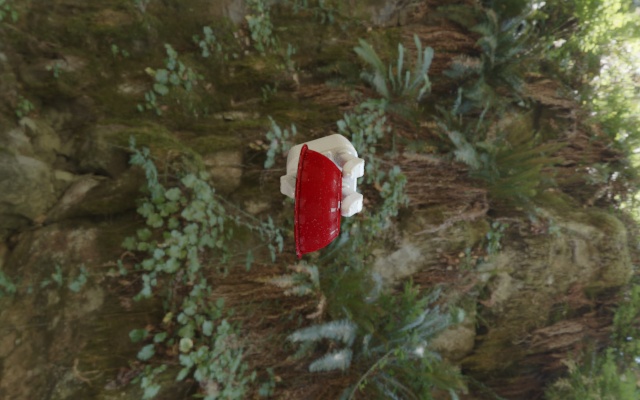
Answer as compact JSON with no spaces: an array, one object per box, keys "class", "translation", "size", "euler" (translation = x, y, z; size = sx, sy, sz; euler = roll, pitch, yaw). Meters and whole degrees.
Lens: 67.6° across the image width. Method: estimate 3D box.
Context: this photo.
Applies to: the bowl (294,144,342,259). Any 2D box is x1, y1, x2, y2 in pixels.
[{"class":"bowl","translation":[0.000,0.003,0.669],"size":[0.055,0.162,0.162],"euler":[3,0,5]}]
